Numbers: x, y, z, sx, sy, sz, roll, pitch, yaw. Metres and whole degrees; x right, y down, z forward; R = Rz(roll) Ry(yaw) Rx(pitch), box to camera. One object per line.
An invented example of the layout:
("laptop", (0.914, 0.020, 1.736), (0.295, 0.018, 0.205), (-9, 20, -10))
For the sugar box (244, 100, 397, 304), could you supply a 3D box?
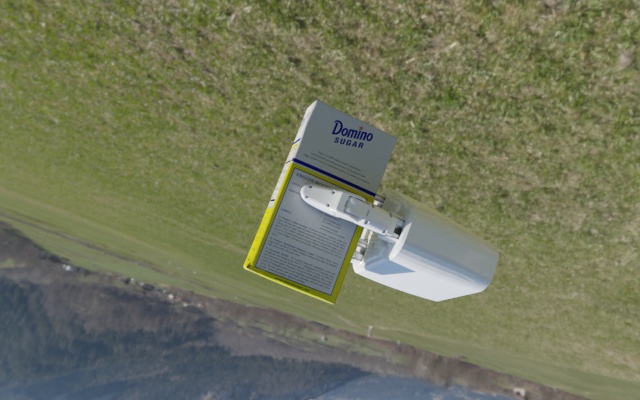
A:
("sugar box", (0.000, 0.002, 0.472), (0.093, 0.176, 0.048), (24, -10, -13))
